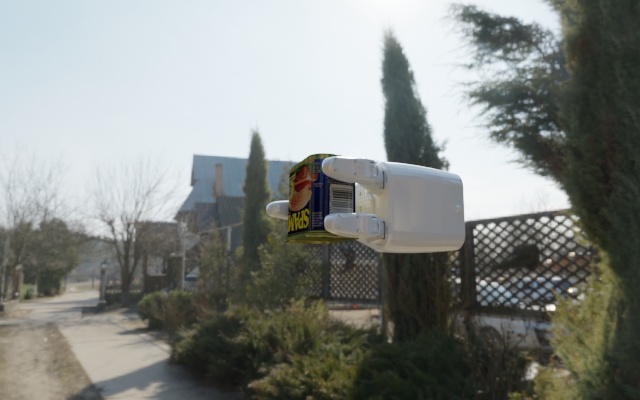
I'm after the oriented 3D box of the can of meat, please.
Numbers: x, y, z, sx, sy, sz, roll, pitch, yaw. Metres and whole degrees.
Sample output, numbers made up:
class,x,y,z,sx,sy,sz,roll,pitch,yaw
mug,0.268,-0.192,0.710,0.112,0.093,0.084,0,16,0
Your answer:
class,x,y,z,sx,sy,sz,roll,pitch,yaw
can of meat,0.000,0.001,0.512,0.057,0.084,0.102,5,-9,-21
